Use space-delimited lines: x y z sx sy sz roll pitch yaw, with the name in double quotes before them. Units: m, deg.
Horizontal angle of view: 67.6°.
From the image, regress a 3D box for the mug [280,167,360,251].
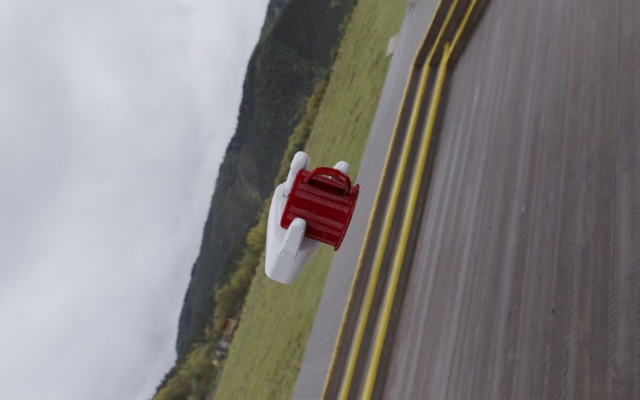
"mug" 0.000 0.001 0.610 0.081 0.093 0.117 19 -41 -2
